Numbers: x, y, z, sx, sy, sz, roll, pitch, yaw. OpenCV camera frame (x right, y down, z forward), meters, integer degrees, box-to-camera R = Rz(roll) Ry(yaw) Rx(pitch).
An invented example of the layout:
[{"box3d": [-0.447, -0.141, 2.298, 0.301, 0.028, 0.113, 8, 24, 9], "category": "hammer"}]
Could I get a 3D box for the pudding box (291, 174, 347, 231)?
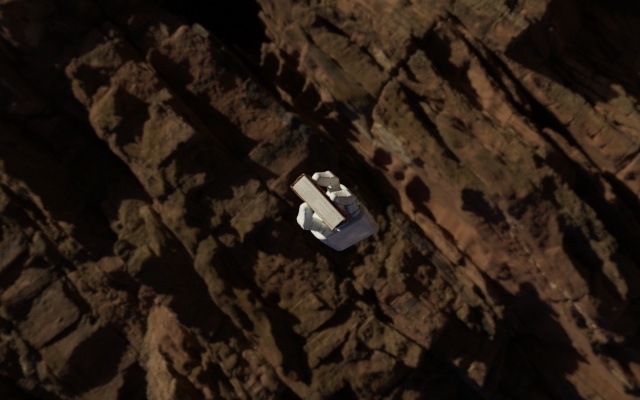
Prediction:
[{"box3d": [0.000, 0.003, 0.888, 0.113, 0.039, 0.090, 45, 3, 3], "category": "pudding box"}]
